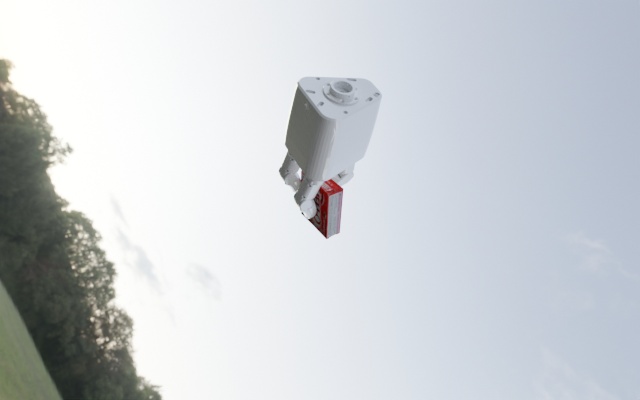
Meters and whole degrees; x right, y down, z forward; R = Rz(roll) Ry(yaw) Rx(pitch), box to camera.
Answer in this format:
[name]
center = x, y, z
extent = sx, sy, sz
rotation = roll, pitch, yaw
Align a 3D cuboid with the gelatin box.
[gelatin box]
center = 0.000, 0.002, 0.729
extent = 0.030, 0.089, 0.073
rotation = -22, 44, -27
